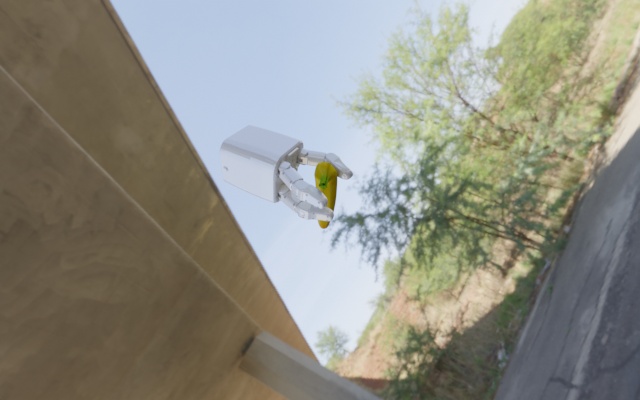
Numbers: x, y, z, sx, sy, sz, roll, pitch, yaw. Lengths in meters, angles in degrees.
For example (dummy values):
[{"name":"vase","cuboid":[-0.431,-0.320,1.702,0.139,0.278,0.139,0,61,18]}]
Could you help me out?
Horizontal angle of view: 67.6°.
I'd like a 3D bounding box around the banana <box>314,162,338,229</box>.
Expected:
[{"name":"banana","cuboid":[0.006,-0.015,0.816,0.037,0.069,0.198,16,-21,10]}]
